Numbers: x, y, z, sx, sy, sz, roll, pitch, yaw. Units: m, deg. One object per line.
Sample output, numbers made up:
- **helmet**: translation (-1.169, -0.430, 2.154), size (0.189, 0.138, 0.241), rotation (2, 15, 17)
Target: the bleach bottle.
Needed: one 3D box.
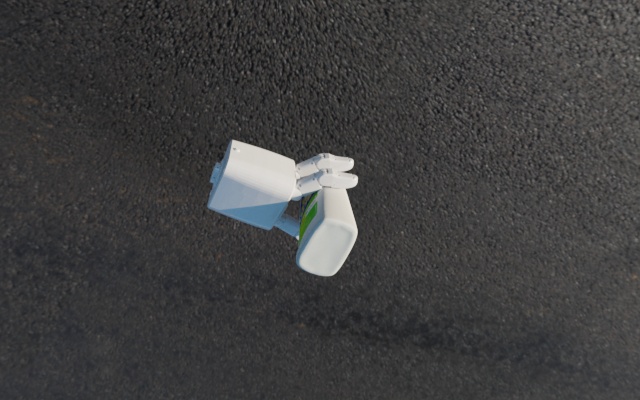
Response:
- **bleach bottle**: translation (0.000, 0.002, 0.768), size (0.068, 0.103, 0.250), rotation (20, 27, -16)
